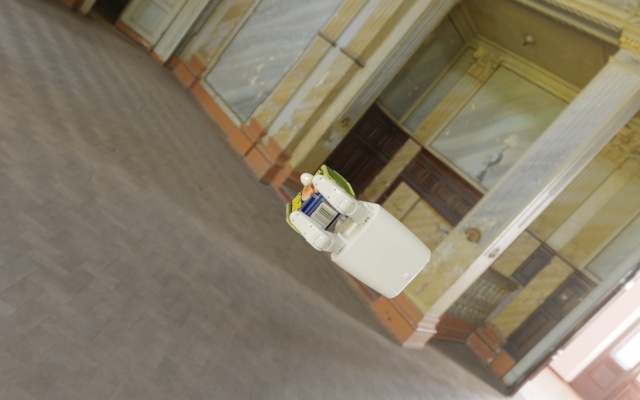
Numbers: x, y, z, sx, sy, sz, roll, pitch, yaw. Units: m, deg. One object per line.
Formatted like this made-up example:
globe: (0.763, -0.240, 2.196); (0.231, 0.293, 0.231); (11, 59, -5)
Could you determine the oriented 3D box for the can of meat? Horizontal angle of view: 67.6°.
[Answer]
can of meat: (0.000, 0.002, 0.669); (0.057, 0.084, 0.102); (38, 10, -12)
